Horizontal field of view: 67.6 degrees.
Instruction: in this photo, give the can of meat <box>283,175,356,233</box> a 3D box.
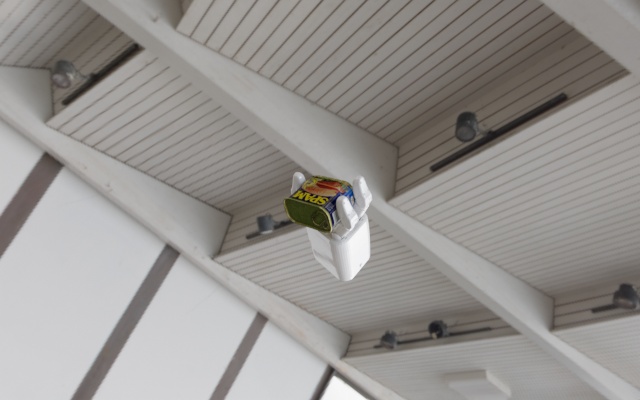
[{"bbox_3d":[0.000,0.003,0.845,0.102,0.057,0.084,15,45,36],"label":"can of meat"}]
